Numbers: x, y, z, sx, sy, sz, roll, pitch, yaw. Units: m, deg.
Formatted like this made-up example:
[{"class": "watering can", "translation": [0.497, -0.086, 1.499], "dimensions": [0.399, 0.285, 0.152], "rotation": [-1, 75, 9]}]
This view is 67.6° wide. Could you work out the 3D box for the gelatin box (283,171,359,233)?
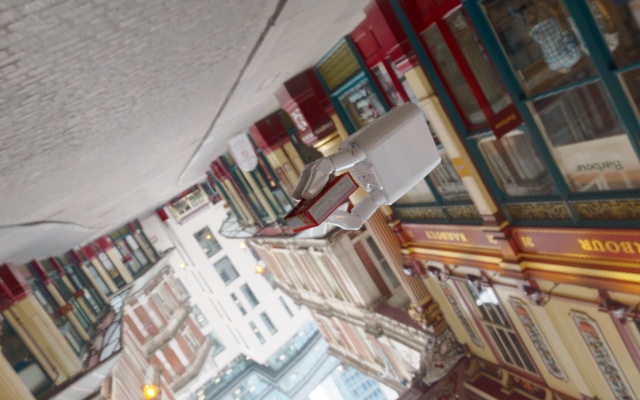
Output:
[{"class": "gelatin box", "translation": [0.000, 0.003, 0.652], "dimensions": [0.089, 0.030, 0.073], "rotation": [-44, 12, -27]}]
